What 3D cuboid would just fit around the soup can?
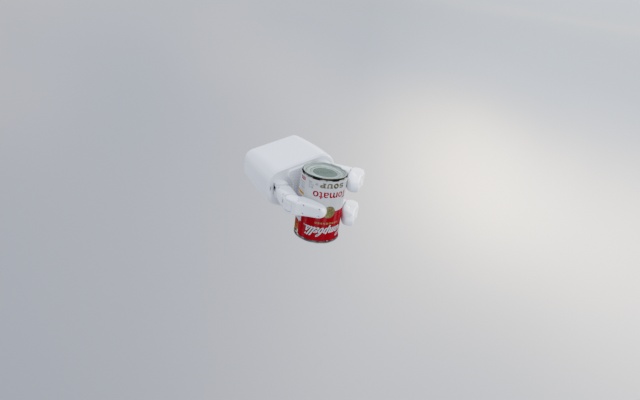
[{"bbox_3d":[0.000,0.002,0.698,0.068,0.102,0.068,7,24,-3],"label":"soup can"}]
